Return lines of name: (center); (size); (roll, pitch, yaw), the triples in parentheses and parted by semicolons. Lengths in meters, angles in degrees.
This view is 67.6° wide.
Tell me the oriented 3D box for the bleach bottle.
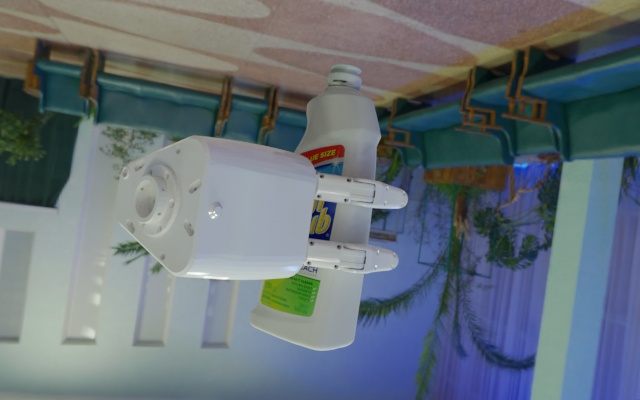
bleach bottle: (0.000, 0.002, 0.447); (0.102, 0.251, 0.068); (8, 0, 39)
